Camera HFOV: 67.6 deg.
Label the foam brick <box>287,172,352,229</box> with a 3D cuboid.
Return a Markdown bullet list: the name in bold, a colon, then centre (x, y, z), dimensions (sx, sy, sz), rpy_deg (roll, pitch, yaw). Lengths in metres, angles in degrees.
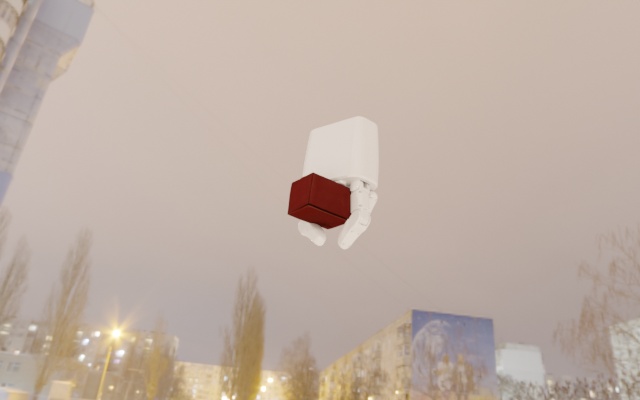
- **foam brick**: centre (0.000, 0.002, 0.679), dimensions (0.078, 0.051, 0.053), rpy_deg (22, -28, -33)
